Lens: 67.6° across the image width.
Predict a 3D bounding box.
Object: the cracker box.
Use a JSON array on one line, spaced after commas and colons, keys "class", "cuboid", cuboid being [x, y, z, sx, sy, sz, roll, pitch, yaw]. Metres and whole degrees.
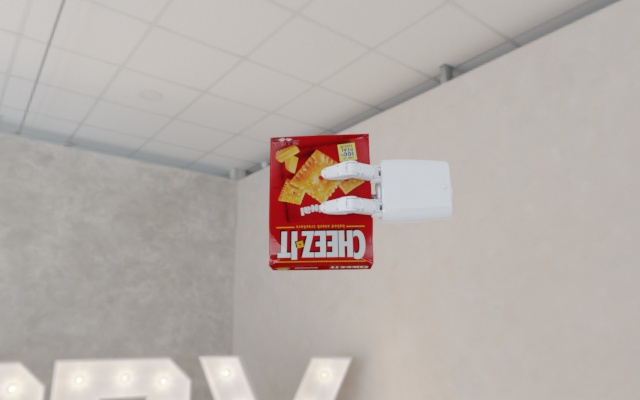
[{"class": "cracker box", "cuboid": [0.000, 0.002, 0.772, 0.164, 0.213, 0.072, -1, -14, 2]}]
